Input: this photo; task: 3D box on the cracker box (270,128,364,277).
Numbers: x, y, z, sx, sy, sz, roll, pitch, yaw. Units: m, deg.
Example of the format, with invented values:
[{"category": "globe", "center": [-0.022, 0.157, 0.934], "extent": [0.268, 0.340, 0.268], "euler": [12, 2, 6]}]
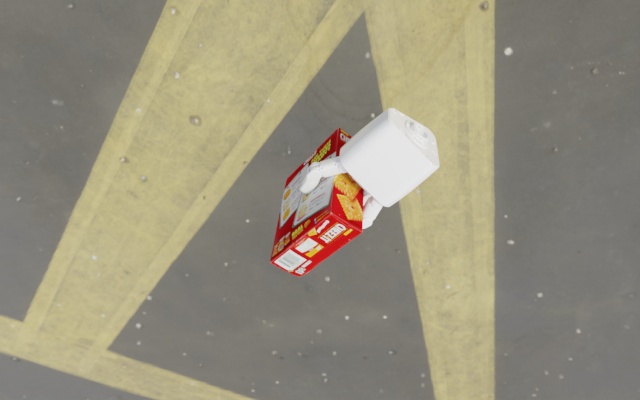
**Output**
[{"category": "cracker box", "center": [0.000, 0.003, 0.820], "extent": [0.072, 0.213, 0.164], "euler": [32, -51, -22]}]
